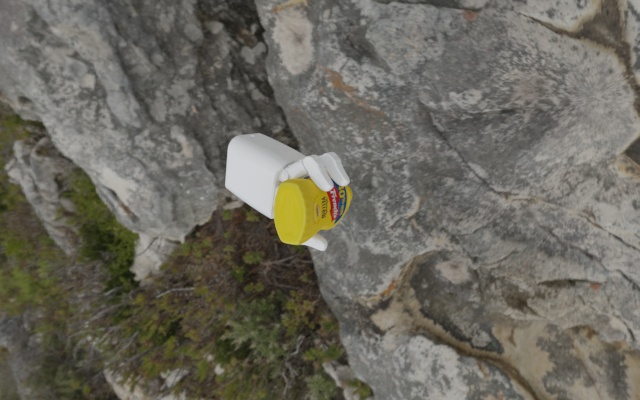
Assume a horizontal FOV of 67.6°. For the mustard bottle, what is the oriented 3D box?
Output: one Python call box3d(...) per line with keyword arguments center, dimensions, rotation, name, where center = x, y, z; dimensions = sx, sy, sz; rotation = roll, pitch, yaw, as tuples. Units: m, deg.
box3d(center=(0.000, 0.003, 0.772), dimensions=(0.058, 0.096, 0.191), rotation=(5, 13, 29), name="mustard bottle")
